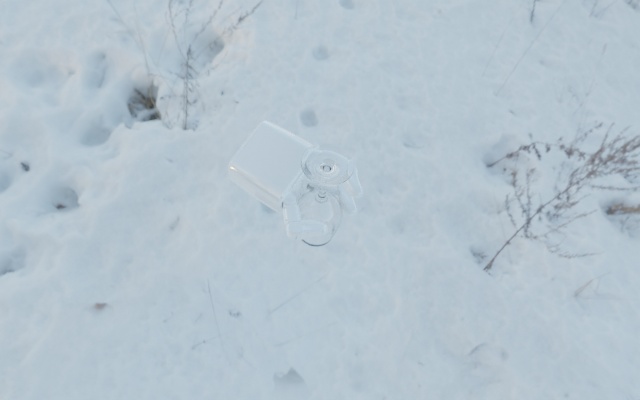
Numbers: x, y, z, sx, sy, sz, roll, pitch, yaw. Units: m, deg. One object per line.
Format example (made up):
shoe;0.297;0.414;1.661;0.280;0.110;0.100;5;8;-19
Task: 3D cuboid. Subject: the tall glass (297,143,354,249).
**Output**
tall glass;0.000;0.002;0.740;0.079;0.079;0.201;0;-33;-6
